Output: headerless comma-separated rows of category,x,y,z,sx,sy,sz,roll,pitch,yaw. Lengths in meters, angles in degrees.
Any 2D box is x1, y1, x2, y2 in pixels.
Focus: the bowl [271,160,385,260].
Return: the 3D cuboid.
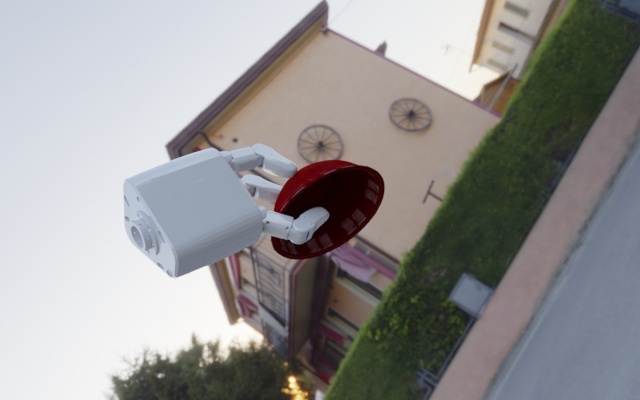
bowl,0.001,0.002,0.609,0.162,0.162,0.055,0,43,-40
